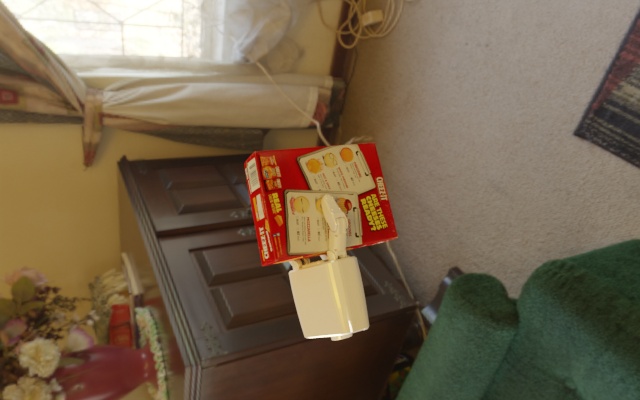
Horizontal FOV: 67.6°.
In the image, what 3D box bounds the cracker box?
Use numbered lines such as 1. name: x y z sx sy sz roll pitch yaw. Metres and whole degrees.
1. cracker box: 0.000 0.002 0.749 0.213 0.164 0.072 -8 -9 -28
